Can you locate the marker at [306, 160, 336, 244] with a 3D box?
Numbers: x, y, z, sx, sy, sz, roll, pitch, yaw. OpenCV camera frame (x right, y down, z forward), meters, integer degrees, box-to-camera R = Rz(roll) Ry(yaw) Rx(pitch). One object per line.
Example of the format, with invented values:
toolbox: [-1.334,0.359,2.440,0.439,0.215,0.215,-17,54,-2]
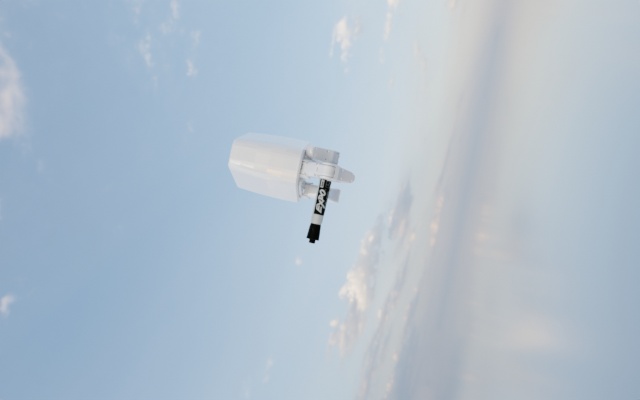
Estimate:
marker: [0.000,0.002,0.688,0.020,0.121,0.020,12,-2,1]
